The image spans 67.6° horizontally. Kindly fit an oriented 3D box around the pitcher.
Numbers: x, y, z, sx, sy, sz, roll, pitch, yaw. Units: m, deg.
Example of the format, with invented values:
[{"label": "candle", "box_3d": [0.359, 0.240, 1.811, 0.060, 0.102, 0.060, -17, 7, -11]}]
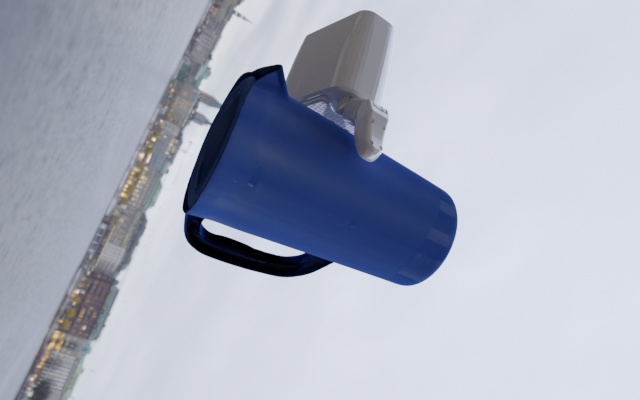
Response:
[{"label": "pitcher", "box_3d": [0.000, 0.001, 0.453, 0.243, 0.145, 0.149, 25, -25, -22]}]
